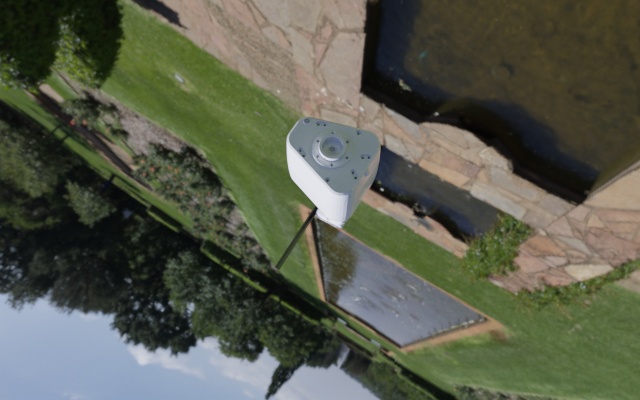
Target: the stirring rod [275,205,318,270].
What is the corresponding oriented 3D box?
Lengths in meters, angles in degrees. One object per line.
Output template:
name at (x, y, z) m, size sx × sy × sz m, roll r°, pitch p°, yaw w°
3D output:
stirring rod at (0.000, 0.002, 0.731) m, size 0.011 × 0.239 × 0.011 m, roll 31°, pitch -15°, yaw 9°
